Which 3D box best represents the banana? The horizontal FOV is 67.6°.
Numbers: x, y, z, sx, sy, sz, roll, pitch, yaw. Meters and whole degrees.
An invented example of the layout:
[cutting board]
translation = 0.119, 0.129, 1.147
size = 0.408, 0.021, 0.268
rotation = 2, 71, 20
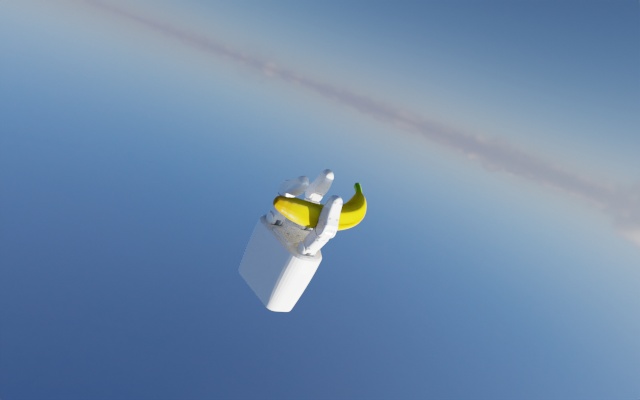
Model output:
[banana]
translation = 0.013, 0.015, 0.710
size = 0.198, 0.037, 0.069
rotation = -9, 52, -50
